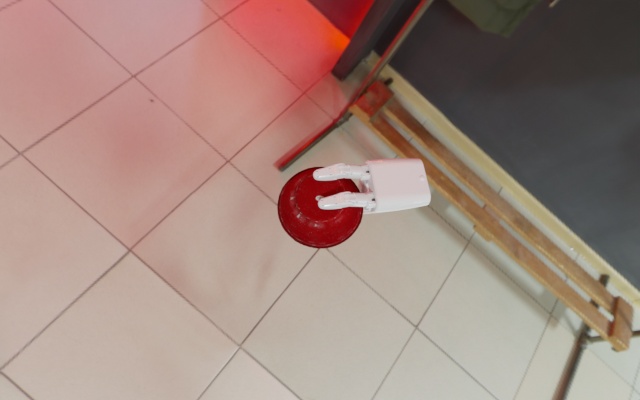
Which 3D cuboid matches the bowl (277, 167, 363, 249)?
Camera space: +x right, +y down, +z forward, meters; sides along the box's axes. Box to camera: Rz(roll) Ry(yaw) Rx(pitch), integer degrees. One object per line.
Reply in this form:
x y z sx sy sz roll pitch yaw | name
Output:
-0.001 0.003 0.867 0.162 0.162 0.055 0 -19 0 | bowl
